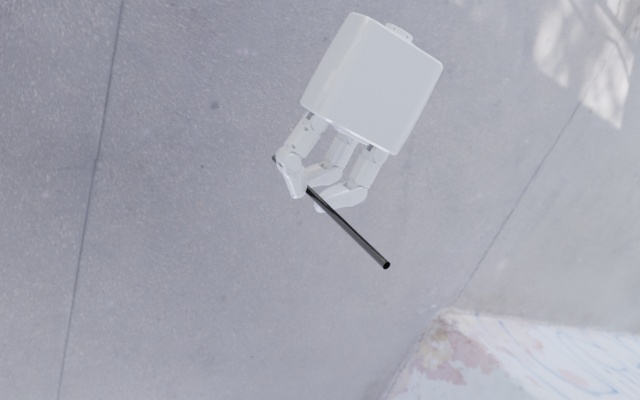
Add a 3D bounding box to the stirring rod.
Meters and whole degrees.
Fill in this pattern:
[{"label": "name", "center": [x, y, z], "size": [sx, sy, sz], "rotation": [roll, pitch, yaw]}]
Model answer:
[{"label": "stirring rod", "center": [0.000, 0.002, 0.502], "size": [0.011, 0.011, 0.239], "rotation": [0, 27, -32]}]
